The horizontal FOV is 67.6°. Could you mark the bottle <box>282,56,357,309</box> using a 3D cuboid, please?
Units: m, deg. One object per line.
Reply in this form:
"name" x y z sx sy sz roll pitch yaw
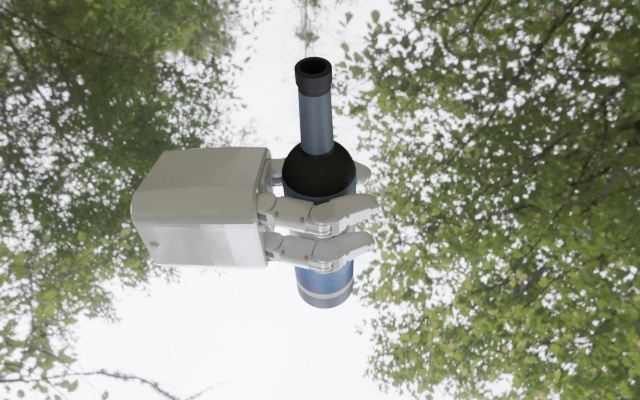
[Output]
"bottle" 0.000 0.002 0.449 0.069 0.069 0.296 0 -41 3
